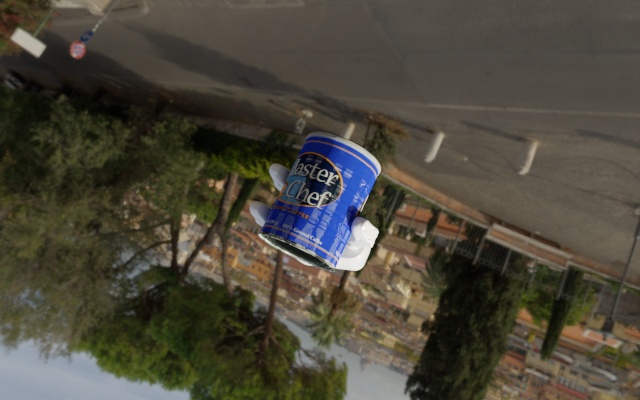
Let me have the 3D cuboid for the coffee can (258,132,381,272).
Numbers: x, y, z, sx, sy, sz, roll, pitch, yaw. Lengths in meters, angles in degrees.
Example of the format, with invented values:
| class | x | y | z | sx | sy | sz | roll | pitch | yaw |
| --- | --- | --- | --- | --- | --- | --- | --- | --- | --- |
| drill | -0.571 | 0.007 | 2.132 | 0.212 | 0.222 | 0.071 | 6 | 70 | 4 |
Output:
| class | x | y | z | sx | sy | sz | roll | pitch | yaw |
| --- | --- | --- | --- | --- | --- | --- | --- | --- | --- |
| coffee can | 0.000 | 0.002 | 0.588 | 0.103 | 0.140 | 0.103 | 24 | -14 | 6 |
